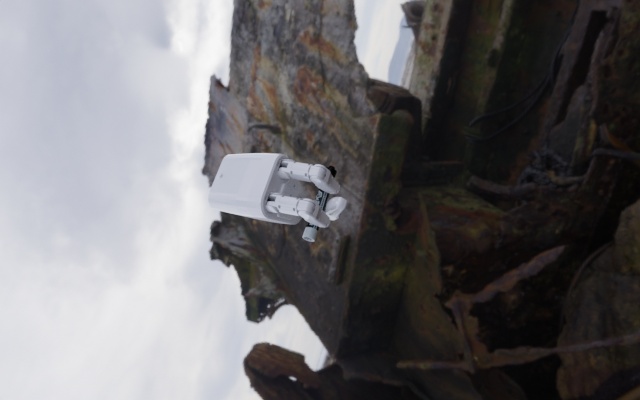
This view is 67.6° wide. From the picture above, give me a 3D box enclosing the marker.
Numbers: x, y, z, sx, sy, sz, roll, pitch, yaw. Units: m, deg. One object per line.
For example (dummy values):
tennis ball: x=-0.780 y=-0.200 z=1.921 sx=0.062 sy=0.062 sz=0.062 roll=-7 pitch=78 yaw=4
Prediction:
marker: x=0.000 y=0.002 z=0.704 sx=0.020 sy=0.121 sz=0.020 roll=15 pitch=-22 yaw=6
